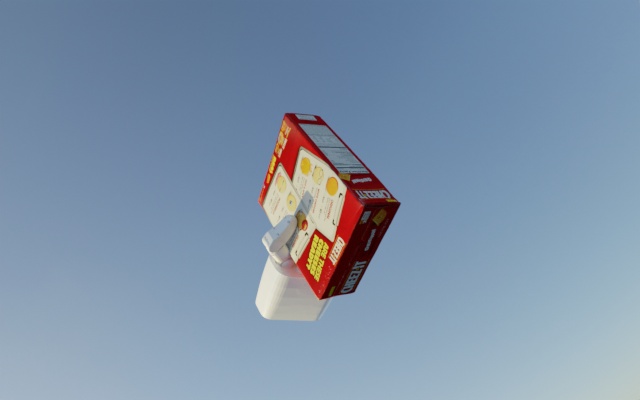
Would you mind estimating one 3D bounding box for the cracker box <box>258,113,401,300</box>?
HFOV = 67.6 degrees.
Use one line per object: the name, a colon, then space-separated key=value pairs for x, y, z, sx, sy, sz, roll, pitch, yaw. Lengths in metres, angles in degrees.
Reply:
cracker box: x=0.000 y=0.002 z=0.669 sx=0.072 sy=0.164 sz=0.213 roll=-4 pitch=41 yaw=-35
